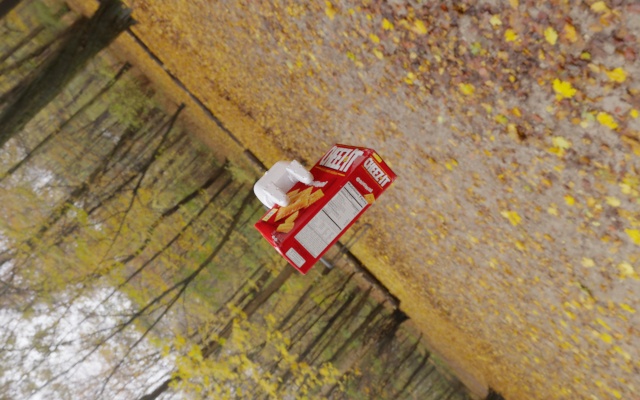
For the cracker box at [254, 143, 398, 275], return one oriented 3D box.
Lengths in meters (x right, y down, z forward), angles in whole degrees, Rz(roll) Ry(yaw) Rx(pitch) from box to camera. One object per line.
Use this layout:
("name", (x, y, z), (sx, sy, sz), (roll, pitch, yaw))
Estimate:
("cracker box", (0.000, 0.003, 0.792), (0.072, 0.213, 0.164), (46, -7, -21))
